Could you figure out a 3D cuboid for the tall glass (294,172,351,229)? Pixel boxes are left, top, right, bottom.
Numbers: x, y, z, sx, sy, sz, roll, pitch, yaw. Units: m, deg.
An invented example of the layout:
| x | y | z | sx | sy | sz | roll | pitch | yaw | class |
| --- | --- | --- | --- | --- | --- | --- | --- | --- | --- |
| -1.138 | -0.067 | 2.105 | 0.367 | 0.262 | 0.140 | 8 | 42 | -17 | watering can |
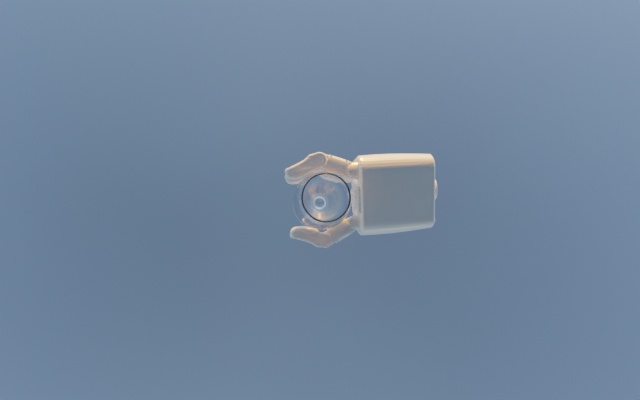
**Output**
| x | y | z | sx | sy | sz | roll | pitch | yaw | class |
| --- | --- | --- | --- | --- | --- | --- | --- | --- | --- |
| 0.000 | 0.002 | 0.686 | 0.079 | 0.079 | 0.201 | 0 | -3 | -4 | tall glass |
